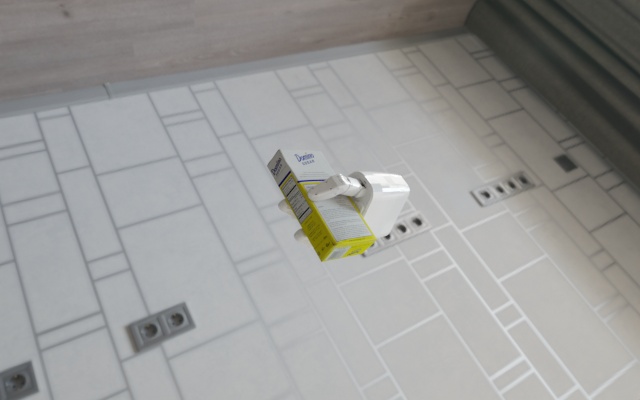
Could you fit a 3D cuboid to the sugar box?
[{"bbox_3d":[0.000,0.003,0.709,0.093,0.176,0.048,-3,-38,-46],"label":"sugar box"}]
